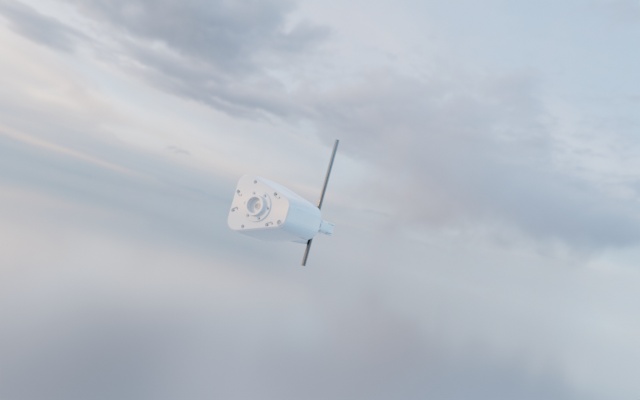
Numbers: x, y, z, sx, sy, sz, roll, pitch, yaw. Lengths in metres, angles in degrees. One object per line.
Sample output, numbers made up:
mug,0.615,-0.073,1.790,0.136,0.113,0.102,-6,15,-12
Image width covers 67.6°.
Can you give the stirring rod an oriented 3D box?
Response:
stirring rod,0.000,0.003,0.877,0.011,0.239,0.011,15,-5,1
